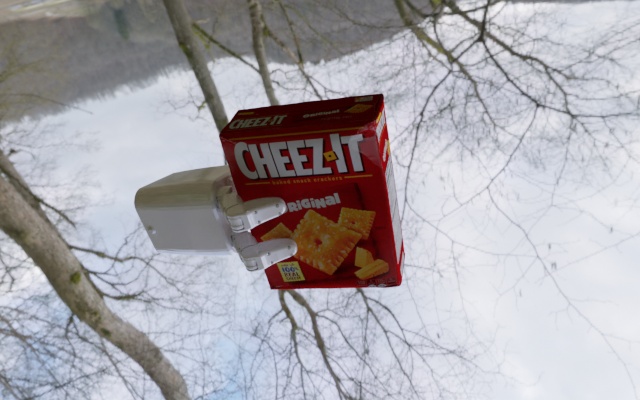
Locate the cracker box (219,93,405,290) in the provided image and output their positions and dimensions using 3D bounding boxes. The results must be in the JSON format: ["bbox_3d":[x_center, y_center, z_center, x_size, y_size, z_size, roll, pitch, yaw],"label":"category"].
[{"bbox_3d":[0.000,0.002,0.532,0.164,0.214,0.072,-3,33,16],"label":"cracker box"}]
